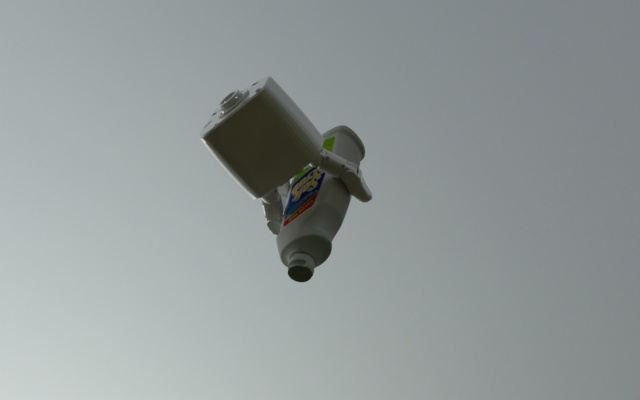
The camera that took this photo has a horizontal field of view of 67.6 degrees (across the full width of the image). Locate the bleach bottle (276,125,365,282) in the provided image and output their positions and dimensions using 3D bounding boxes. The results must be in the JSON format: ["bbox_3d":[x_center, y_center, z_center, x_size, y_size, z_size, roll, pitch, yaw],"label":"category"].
[{"bbox_3d":[0.000,0.002,0.630,0.102,0.068,0.250,-27,29,27],"label":"bleach bottle"}]
